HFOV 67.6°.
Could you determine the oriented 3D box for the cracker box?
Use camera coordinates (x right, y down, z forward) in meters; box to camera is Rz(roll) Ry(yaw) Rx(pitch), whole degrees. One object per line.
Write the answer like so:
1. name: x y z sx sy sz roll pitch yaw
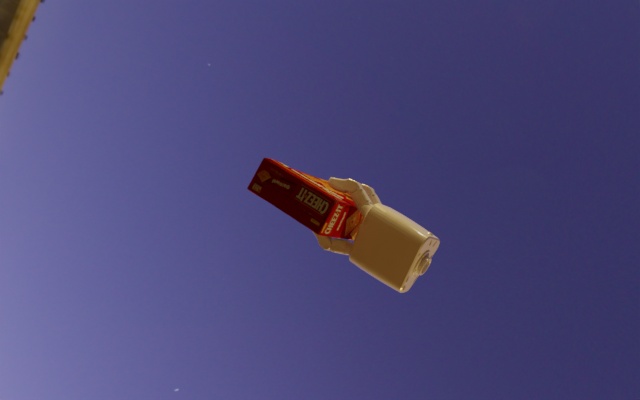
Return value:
1. cracker box: 0.000 0.003 0.857 0.164 0.072 0.214 31 6 28
